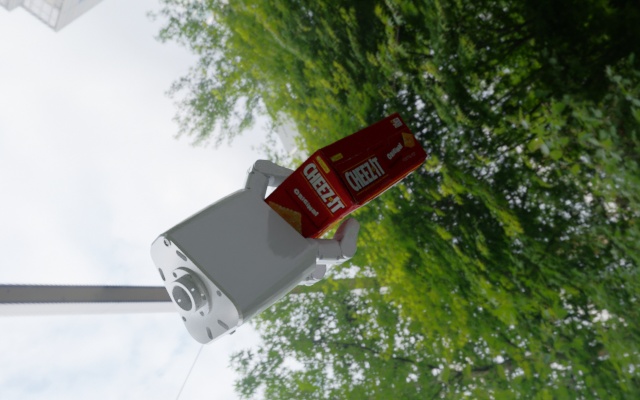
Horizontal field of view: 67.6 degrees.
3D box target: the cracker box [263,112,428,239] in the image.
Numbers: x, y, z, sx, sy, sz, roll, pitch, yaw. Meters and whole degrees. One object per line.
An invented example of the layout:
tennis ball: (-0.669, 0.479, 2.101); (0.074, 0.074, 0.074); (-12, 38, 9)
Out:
cracker box: (0.000, 0.002, 0.555); (0.214, 0.072, 0.164); (-38, -4, 42)
